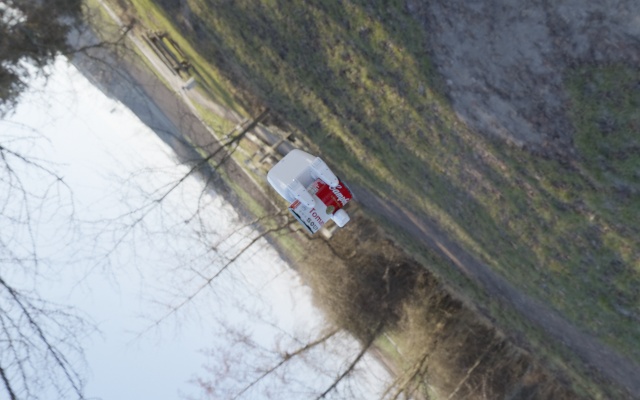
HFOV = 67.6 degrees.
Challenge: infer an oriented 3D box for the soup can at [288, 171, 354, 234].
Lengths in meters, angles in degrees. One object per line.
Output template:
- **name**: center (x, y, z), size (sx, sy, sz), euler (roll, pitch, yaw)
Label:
- **soup can**: center (0.000, 0.003, 0.863), size (0.102, 0.068, 0.068), euler (-43, 6, -6)
